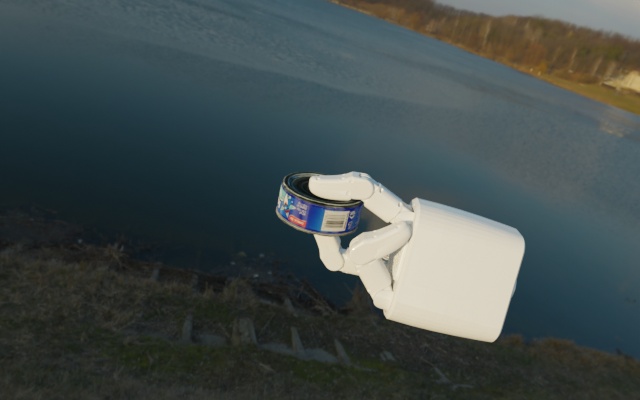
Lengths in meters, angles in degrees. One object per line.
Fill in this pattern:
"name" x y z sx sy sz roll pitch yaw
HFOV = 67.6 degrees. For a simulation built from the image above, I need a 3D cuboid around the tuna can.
"tuna can" 0.000 0.001 0.482 0.086 0.034 0.086 11 22 -4
